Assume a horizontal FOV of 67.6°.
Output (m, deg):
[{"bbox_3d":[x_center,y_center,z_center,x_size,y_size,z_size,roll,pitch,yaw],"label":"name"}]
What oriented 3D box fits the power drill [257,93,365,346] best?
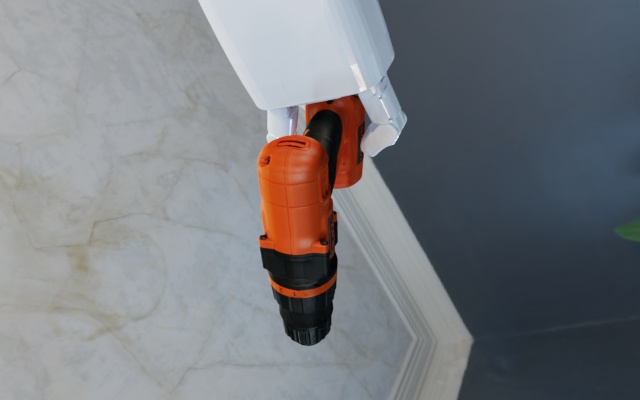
[{"bbox_3d":[0.000,0.001,0.402,0.057,0.185,0.187,5,36,8],"label":"power drill"}]
